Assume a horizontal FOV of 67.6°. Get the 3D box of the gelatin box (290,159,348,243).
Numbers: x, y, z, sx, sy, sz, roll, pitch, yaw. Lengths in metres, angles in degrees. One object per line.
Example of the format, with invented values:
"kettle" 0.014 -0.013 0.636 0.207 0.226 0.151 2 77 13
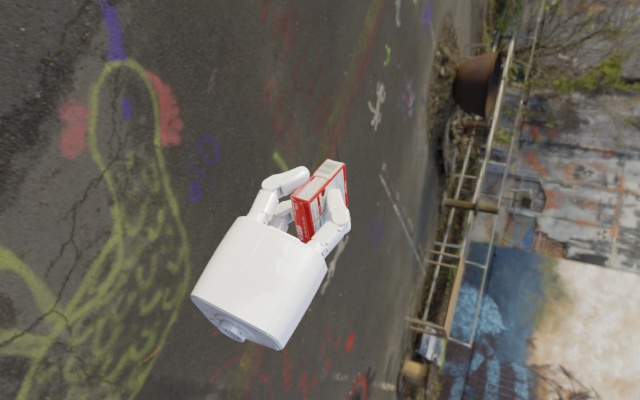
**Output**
"gelatin box" 0.001 0.002 0.606 0.030 0.073 0.089 18 46 27
